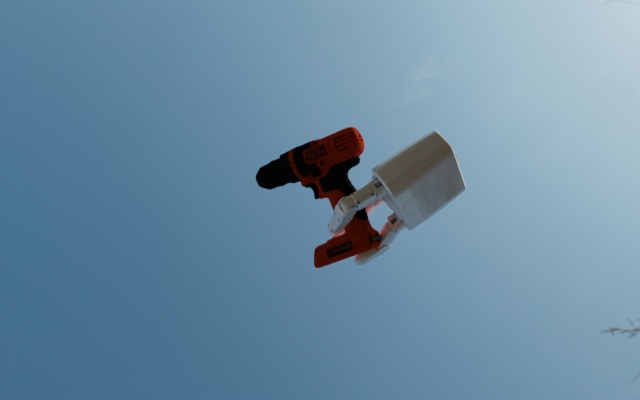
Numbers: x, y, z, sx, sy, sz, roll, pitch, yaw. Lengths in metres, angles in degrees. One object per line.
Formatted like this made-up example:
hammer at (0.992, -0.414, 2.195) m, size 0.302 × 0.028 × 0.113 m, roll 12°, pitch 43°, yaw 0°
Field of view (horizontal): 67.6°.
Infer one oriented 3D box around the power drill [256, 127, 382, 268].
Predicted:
power drill at (0.001, 0.003, 0.722) m, size 0.184 × 0.187 × 0.057 m, roll -21°, pitch -7°, yaw 23°
